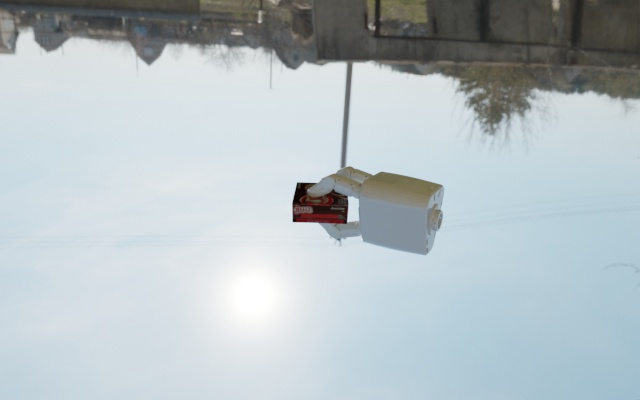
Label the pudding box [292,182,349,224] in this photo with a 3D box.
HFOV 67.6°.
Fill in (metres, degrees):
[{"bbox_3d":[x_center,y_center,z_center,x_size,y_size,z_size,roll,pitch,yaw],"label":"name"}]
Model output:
[{"bbox_3d":[0.000,0.003,0.801,0.090,0.039,0.113,3,18,0],"label":"pudding box"}]
